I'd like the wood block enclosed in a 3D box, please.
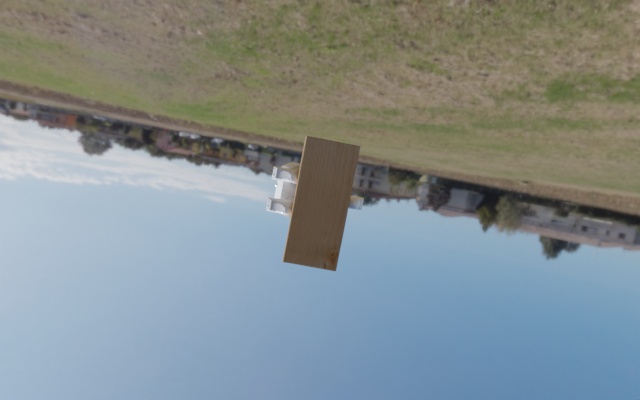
[{"bbox_3d":[0.000,0.003,0.804,0.091,0.206,0.090,10,4,-2],"label":"wood block"}]
